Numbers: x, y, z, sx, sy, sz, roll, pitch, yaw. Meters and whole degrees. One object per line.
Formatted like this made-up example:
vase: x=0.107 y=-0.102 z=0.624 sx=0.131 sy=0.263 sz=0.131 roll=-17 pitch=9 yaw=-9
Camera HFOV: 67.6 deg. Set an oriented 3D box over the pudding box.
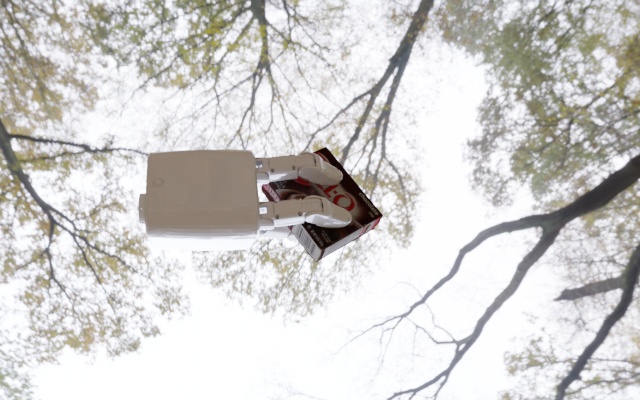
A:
pudding box: x=0.000 y=0.002 z=0.540 sx=0.090 sy=0.113 sz=0.039 roll=-28 pitch=-20 yaw=-28
